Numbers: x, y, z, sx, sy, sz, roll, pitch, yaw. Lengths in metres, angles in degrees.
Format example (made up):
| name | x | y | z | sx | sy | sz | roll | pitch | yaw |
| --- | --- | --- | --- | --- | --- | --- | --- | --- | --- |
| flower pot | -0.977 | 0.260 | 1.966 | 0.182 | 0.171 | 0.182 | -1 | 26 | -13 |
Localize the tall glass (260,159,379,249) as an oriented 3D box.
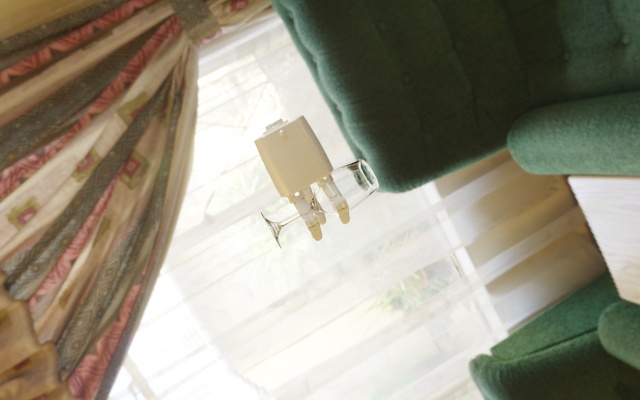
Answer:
| name | x | y | z | sx | sy | sz | roll | pitch | yaw |
| --- | --- | --- | --- | --- | --- | --- | --- | --- | --- |
| tall glass | 0.000 | 0.003 | 0.828 | 0.201 | 0.079 | 0.079 | -29 | 4 | -7 |
